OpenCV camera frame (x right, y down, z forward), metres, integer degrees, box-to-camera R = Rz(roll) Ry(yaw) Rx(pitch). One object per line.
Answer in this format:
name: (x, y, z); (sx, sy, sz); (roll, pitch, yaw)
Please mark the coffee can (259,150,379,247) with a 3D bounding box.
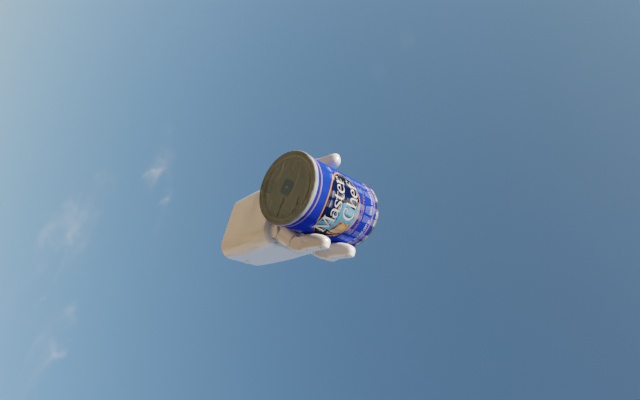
coffee can: (0.000, 0.002, 0.669); (0.103, 0.102, 0.140); (0, -17, 43)
